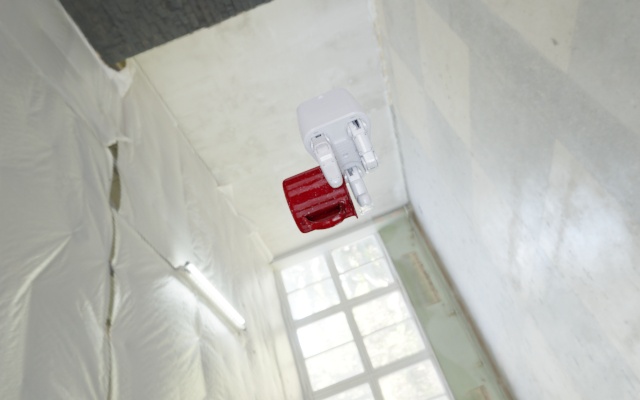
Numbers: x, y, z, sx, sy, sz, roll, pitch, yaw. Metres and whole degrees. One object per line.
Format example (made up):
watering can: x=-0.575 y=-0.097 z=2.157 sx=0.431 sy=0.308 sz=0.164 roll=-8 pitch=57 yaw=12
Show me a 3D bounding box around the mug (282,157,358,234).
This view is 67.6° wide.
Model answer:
mug: x=0.000 y=0.003 z=0.647 sx=0.081 sy=0.093 sz=0.117 roll=-21 pitch=35 yaw=2
